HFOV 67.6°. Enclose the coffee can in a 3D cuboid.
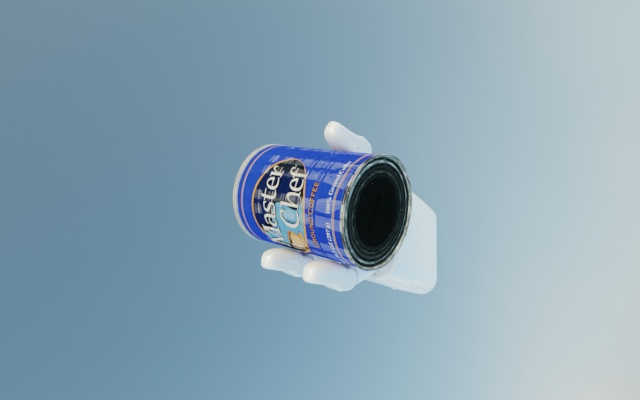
[{"bbox_3d":[0.000,0.001,0.455,0.140,0.103,0.103,10,7,41],"label":"coffee can"}]
